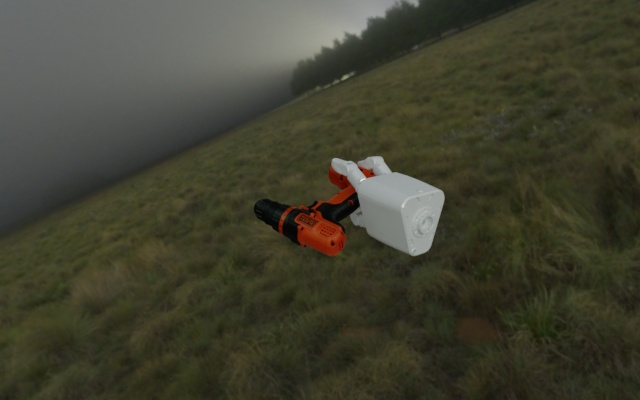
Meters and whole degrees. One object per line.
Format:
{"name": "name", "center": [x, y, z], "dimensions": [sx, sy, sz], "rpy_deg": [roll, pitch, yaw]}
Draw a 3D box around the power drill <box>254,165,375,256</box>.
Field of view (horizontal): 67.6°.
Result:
{"name": "power drill", "center": [0.001, 0.003, 0.843], "dimensions": [0.184, 0.057, 0.187], "rpy_deg": [25, 53, 28]}
